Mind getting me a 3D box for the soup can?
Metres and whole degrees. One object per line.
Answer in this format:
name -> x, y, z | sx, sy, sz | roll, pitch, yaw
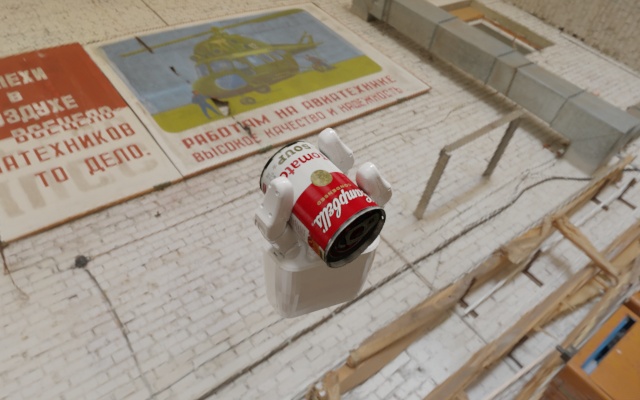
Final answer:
soup can -> 0.000, 0.001, 0.430 | 0.068, 0.068, 0.102 | 0, 38, -52
